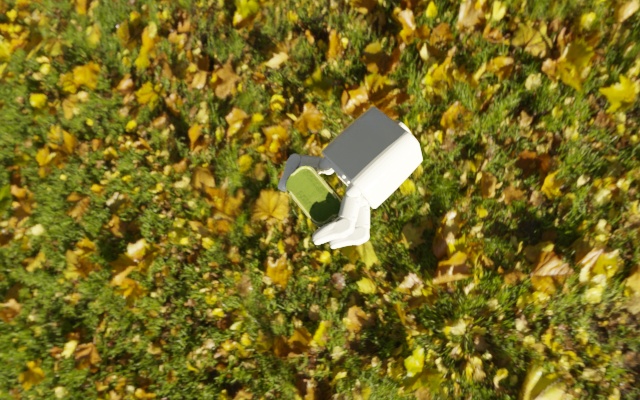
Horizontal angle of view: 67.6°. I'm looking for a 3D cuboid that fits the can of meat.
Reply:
[{"bbox_3d":[0.000,0.002,0.717,0.057,0.102,0.084,-42,-22,2],"label":"can of meat"}]
